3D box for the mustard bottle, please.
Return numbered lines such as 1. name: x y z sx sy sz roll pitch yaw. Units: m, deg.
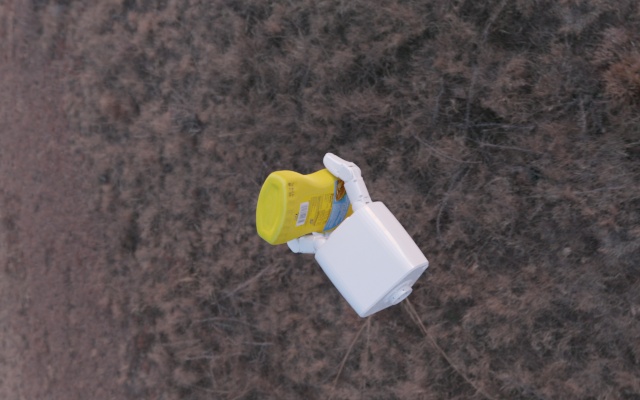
1. mustard bottle: 0.000 0.002 0.683 0.058 0.096 0.191 28 24 38
